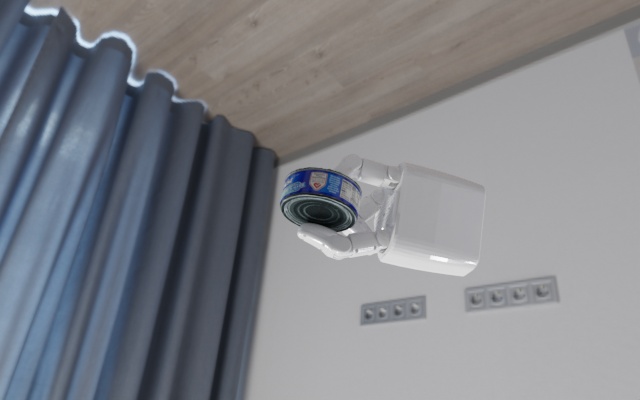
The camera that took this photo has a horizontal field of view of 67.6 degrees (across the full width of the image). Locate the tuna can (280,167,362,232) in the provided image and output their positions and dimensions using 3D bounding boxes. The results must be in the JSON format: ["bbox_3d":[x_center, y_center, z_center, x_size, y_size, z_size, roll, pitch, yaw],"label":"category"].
[{"bbox_3d":[0.000,0.002,0.514,0.086,0.033,0.086,9,-29,5],"label":"tuna can"}]
